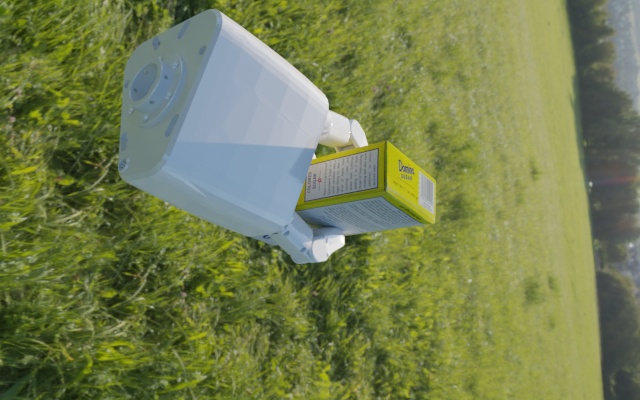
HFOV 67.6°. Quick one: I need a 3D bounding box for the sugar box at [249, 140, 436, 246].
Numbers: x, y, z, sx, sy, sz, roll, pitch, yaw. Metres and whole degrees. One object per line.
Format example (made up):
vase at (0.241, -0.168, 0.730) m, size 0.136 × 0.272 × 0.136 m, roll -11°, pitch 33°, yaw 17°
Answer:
sugar box at (0.000, 0.001, 0.412) m, size 0.176 × 0.048 × 0.093 m, roll -8°, pitch -22°, yaw 34°
